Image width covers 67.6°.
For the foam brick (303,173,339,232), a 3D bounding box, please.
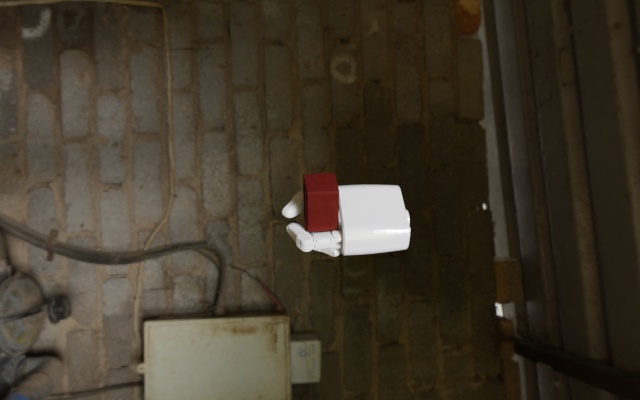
[{"bbox_3d":[0.000,0.002,0.742,0.051,0.078,0.053,-3,35,-4],"label":"foam brick"}]
